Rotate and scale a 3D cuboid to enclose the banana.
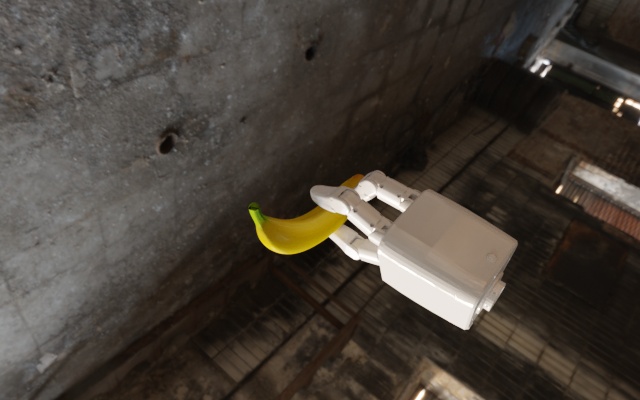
[{"bbox_3d":[-0.006,0.019,0.547,0.037,0.070,0.198,29,28,29],"label":"banana"}]
